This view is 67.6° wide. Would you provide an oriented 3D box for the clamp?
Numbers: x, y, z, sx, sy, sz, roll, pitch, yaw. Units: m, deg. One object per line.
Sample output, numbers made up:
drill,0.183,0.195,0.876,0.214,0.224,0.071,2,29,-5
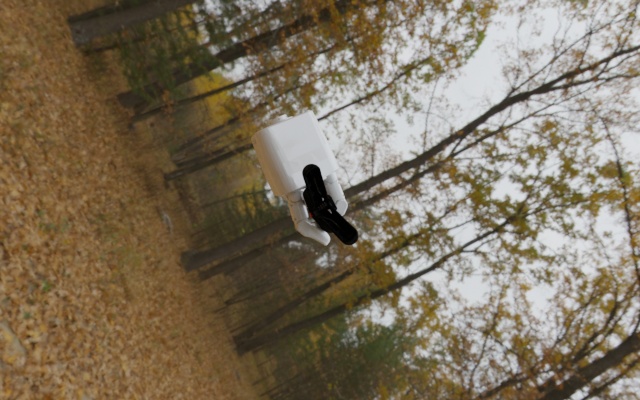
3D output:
clamp,0.001,0.002,0.696,0.039,0.120,0.171,-25,7,-12
